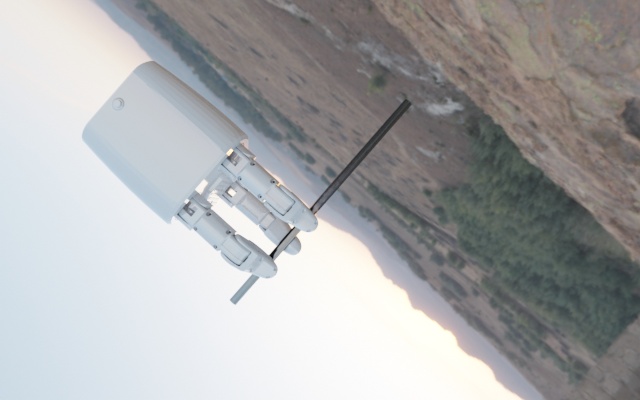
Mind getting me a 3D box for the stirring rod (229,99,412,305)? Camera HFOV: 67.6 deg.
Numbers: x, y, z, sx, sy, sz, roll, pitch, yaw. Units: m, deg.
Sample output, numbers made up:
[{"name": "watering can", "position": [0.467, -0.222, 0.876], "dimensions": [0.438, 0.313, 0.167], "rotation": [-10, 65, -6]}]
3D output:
[{"name": "stirring rod", "position": [0.000, 0.001, 0.431], "dimensions": [0.011, 0.239, 0.011], "rotation": [41, 0, 0]}]
